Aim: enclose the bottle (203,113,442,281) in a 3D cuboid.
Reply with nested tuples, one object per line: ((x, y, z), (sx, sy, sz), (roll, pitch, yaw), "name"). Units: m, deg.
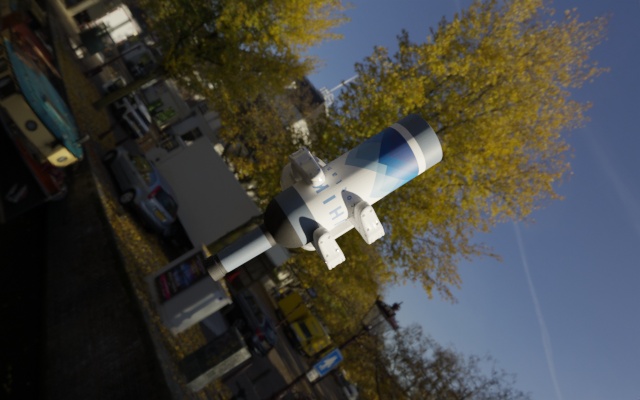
((0.000, 0.002, 0.549), (0.295, 0.069, 0.069), (-32, 4, -7), "bottle")
